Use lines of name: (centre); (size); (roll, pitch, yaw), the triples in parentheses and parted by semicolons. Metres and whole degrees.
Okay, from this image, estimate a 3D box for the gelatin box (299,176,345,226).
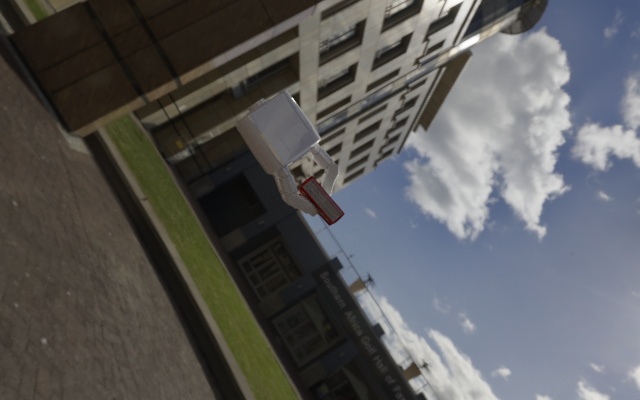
gelatin box: (0.001, 0.003, 0.844); (0.030, 0.089, 0.073); (-41, -1, -8)
